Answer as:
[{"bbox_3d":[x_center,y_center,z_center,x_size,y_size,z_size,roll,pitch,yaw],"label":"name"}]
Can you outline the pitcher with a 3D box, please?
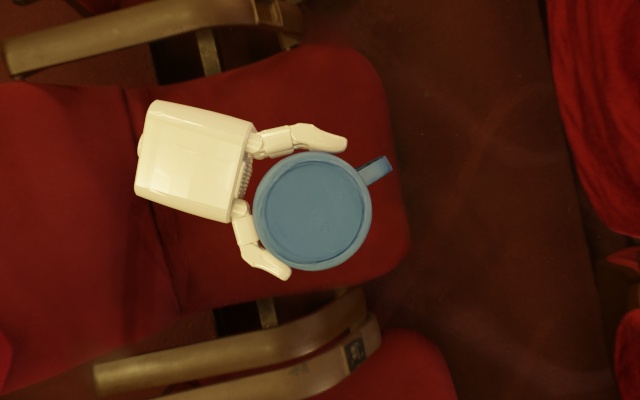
[{"bbox_3d":[0.000,0.002,0.539,0.145,0.149,0.243,16,1,-2],"label":"pitcher"}]
